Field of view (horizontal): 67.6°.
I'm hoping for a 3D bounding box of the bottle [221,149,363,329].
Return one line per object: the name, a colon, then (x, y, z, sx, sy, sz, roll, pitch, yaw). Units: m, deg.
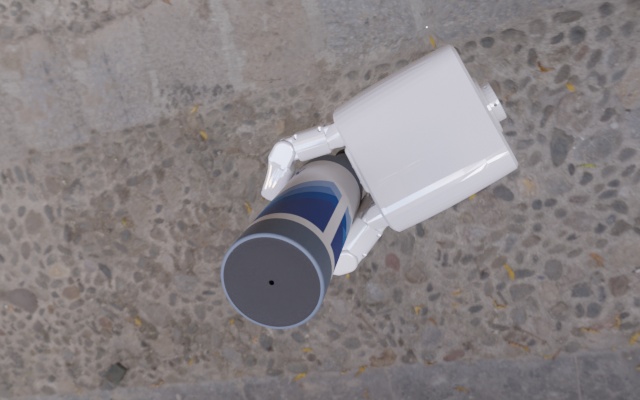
bottle: (0.000, 0.002, 0.426, 0.069, 0.069, 0.295, 0, 20, 13)
